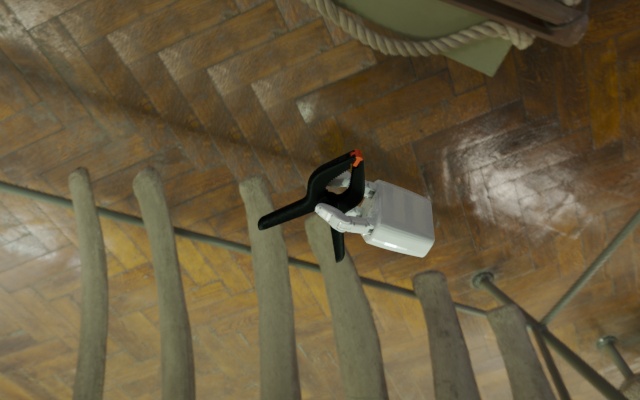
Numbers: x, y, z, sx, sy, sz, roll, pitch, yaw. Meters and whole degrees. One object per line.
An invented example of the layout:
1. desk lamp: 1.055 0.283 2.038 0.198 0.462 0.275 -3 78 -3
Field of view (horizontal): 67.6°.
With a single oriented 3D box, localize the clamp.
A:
1. clamp: 0.001 0.003 0.781 0.164 0.210 0.036 18 30 -14
